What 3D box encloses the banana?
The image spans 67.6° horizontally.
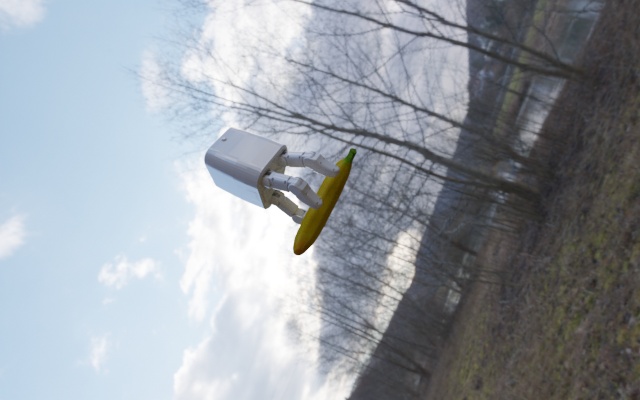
[{"bbox_3d":[0.003,0.005,0.782,0.037,0.197,0.070,24,-15,11],"label":"banana"}]
